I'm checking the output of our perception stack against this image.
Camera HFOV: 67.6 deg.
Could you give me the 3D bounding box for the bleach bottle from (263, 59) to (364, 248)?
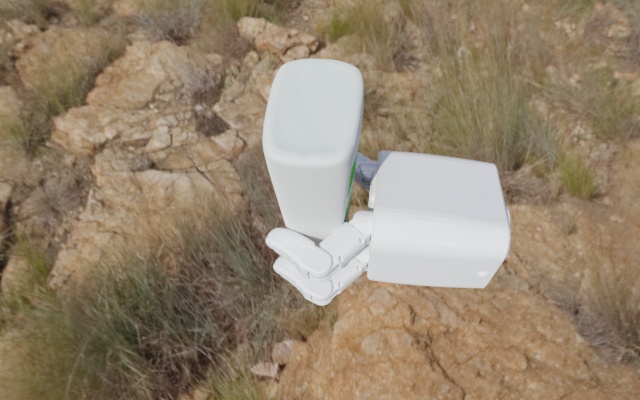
[{"bbox_3d":[0.000,0.001,0.434,0.068,0.102,0.251,5,-31,6],"label":"bleach bottle"}]
